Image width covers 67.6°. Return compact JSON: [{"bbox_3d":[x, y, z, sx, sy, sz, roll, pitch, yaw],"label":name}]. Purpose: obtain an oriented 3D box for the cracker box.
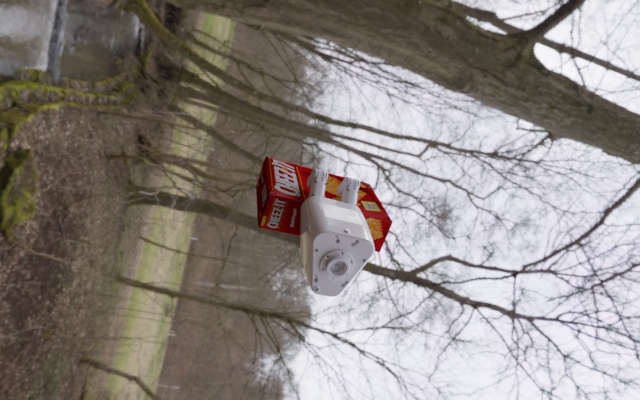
[{"bbox_3d":[0.000,0.003,0.838,0.214,0.072,0.164,14,23,-15],"label":"cracker box"}]
